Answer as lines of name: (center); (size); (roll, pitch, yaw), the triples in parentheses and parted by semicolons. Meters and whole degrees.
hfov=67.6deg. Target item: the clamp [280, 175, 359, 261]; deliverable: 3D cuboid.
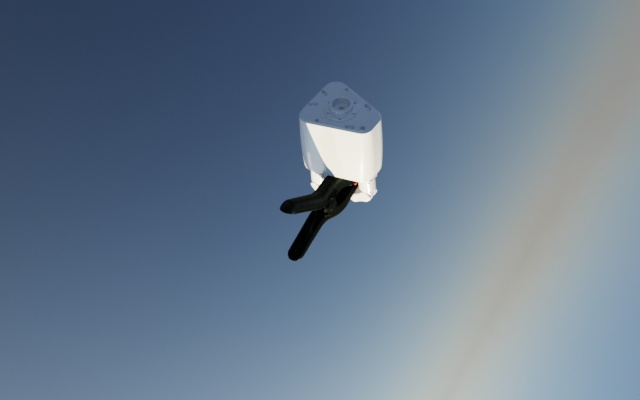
clamp: (0.001, 0.003, 0.724); (0.039, 0.171, 0.120); (30, -27, 23)
